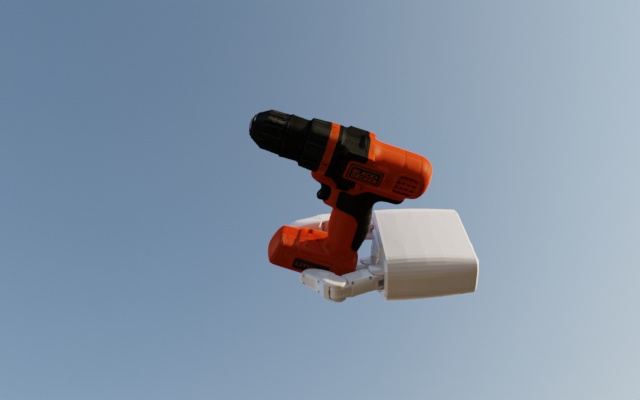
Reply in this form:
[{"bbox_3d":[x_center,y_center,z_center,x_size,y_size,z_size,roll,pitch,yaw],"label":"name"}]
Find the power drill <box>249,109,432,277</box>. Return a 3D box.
[{"bbox_3d":[0.000,0.002,0.511,0.184,0.188,0.057,18,42,-5],"label":"power drill"}]
